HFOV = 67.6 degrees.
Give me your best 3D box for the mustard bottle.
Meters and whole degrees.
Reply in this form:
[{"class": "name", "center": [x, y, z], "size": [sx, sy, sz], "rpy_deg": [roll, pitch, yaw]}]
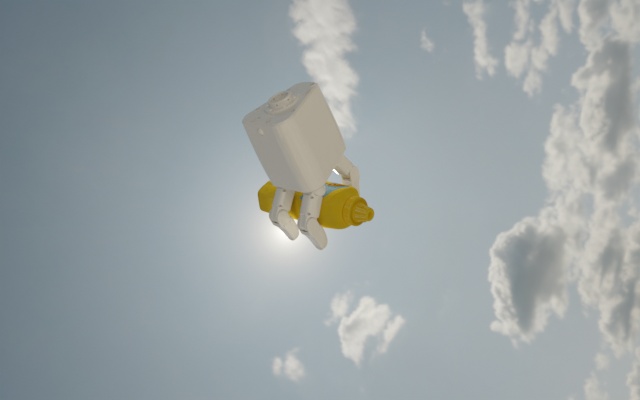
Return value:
[{"class": "mustard bottle", "center": [0.000, 0.003, 0.704], "size": [0.096, 0.058, 0.191], "rpy_deg": [-21, 24, -41]}]
